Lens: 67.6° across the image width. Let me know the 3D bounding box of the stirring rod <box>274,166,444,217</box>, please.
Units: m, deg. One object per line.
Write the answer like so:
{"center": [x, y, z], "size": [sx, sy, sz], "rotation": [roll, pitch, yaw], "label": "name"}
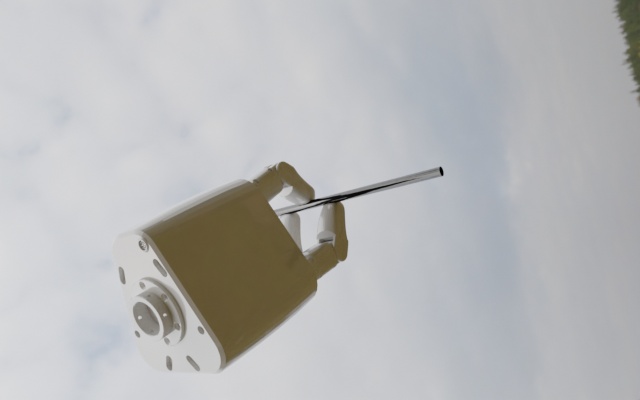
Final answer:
{"center": [0.000, 0.001, 0.441], "size": [0.239, 0.011, 0.011], "rotation": [-14, -9, 36], "label": "stirring rod"}
